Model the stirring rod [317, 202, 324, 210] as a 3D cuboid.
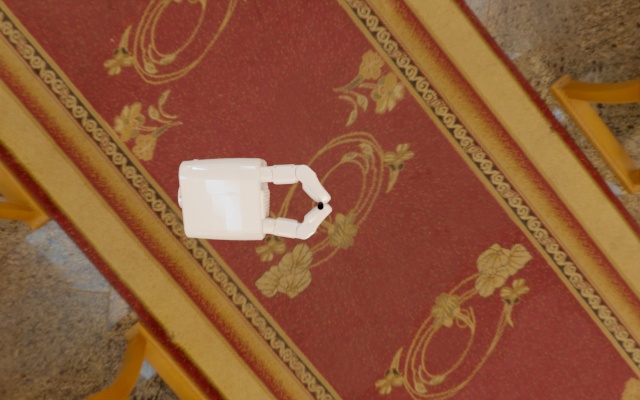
[{"bbox_3d":[0.000,0.002,0.700,0.011,0.011,0.239,0,3,0],"label":"stirring rod"}]
